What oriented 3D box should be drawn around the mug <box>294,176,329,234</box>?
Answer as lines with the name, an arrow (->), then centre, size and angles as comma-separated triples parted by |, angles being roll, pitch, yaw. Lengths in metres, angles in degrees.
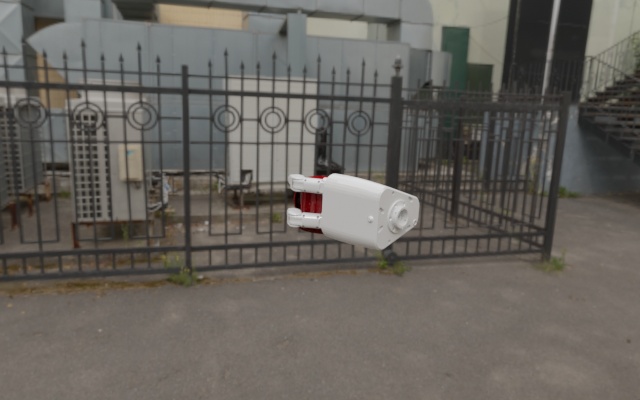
mug -> -0.001, 0.002, 0.804 | 0.117, 0.081, 0.093 | 15, 16, 43
